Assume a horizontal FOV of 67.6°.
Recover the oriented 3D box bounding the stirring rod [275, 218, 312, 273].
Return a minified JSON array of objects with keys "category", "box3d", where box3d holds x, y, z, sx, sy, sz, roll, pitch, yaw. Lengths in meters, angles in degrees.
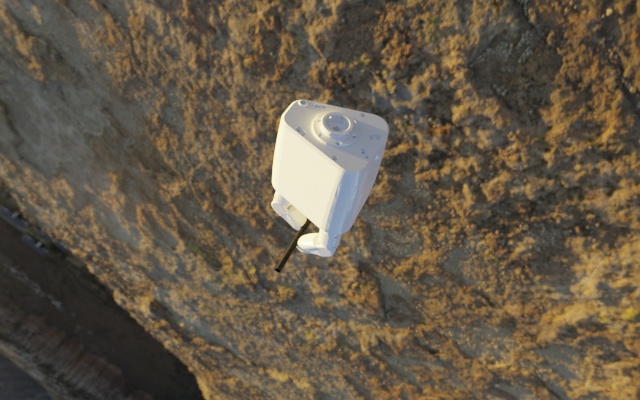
[{"category":"stirring rod","box3d":[0.000,0.002,0.649,0.011,0.011,0.239,0,44,37]}]
